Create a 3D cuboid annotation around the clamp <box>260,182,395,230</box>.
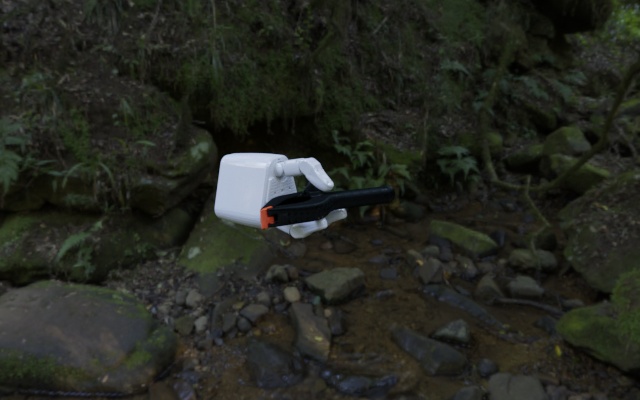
[{"bbox_3d":[0.000,0.002,0.698,0.164,0.036,0.210,5,16,34],"label":"clamp"}]
